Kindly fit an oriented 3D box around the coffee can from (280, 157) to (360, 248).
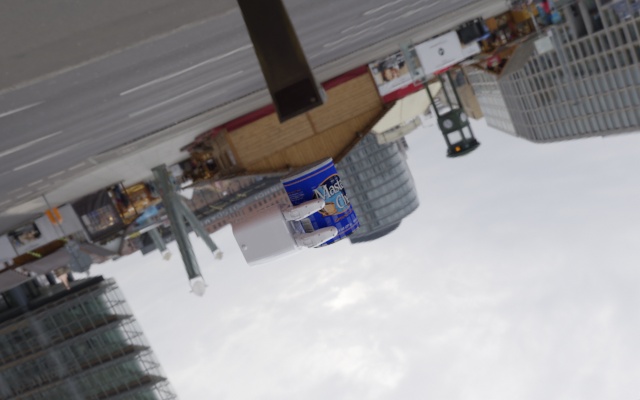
[{"bbox_3d":[0.000,0.003,0.885,0.103,0.140,0.103,-23,9,4],"label":"coffee can"}]
